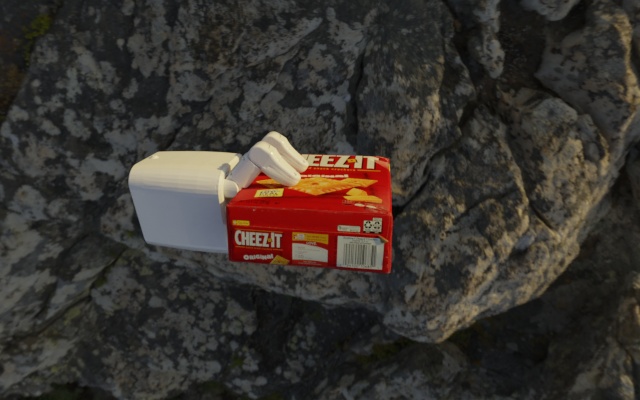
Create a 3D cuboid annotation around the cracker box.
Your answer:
[{"bbox_3d":[0.000,0.002,0.558,0.164,0.072,0.213,3,20,6],"label":"cracker box"}]
